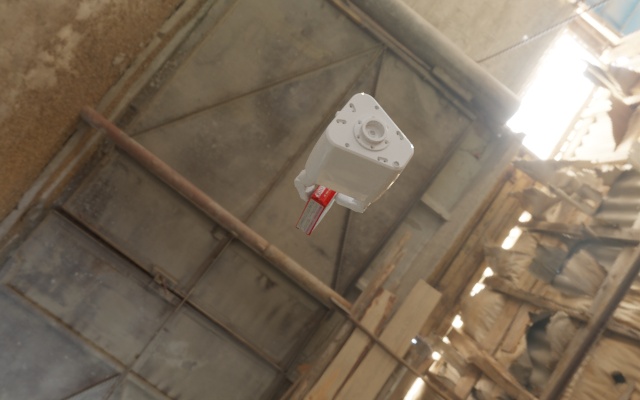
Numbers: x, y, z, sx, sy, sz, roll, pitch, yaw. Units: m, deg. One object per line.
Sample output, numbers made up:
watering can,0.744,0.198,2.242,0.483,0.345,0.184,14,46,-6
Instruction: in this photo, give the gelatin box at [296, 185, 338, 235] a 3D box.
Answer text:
gelatin box,0.000,0.003,0.748,0.030,0.073,0.089,33,-39,5
